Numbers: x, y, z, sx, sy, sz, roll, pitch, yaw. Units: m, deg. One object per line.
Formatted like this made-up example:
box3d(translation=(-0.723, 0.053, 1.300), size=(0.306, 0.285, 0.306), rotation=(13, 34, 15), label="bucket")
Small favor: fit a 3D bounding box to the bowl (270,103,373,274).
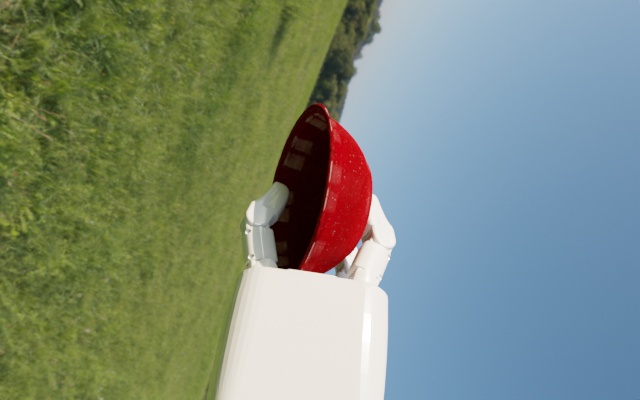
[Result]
box3d(translation=(0.001, 0.000, 0.417), size=(0.055, 0.162, 0.162), rotation=(12, -4, -20), label="bowl")
